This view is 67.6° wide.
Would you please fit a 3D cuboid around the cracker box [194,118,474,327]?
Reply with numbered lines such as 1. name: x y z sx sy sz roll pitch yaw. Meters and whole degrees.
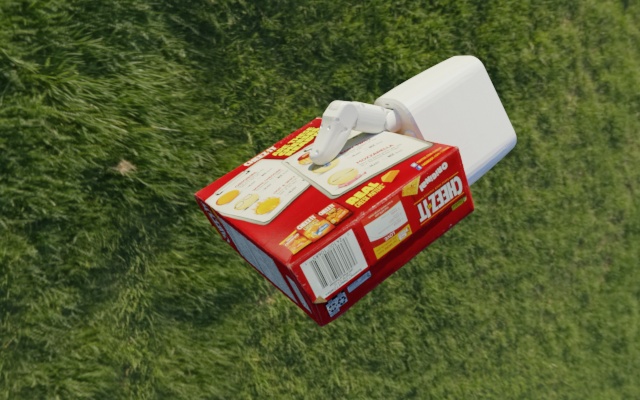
1. cracker box: 0.000 0.001 0.436 0.164 0.072 0.213 -34 29 -19
